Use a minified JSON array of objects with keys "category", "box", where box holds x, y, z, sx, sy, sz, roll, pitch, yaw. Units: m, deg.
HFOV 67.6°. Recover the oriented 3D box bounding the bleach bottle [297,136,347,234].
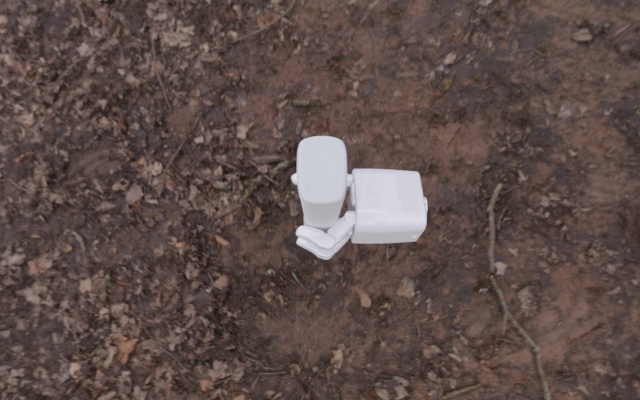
[{"category":"bleach bottle","box":[0.000,0.003,0.745,0.068,0.102,0.251,0,-20,-1]}]
